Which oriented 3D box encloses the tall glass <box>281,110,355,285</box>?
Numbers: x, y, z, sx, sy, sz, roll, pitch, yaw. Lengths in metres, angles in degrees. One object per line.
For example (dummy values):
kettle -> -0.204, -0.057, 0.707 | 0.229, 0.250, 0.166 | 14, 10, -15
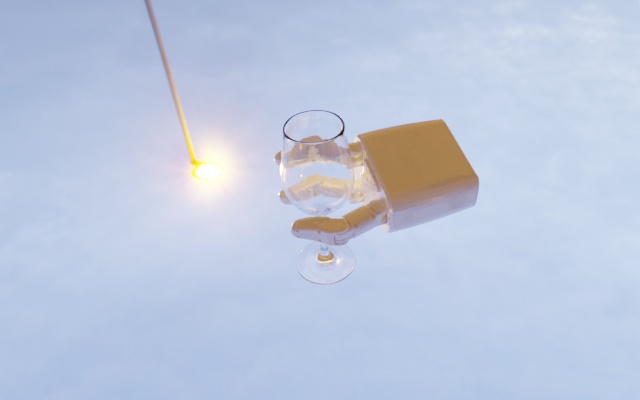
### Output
tall glass -> 0.000, 0.002, 0.533 | 0.079, 0.201, 0.079 | -3, 41, 3
